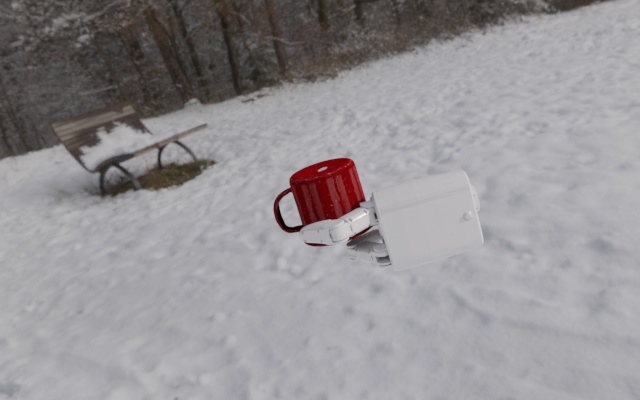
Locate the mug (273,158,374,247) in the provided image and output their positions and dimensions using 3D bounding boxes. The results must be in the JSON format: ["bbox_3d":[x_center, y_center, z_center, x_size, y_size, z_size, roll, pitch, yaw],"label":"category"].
[{"bbox_3d":[-0.001,0.002,0.576,0.117,0.081,0.093,-16,16,6],"label":"mug"}]
